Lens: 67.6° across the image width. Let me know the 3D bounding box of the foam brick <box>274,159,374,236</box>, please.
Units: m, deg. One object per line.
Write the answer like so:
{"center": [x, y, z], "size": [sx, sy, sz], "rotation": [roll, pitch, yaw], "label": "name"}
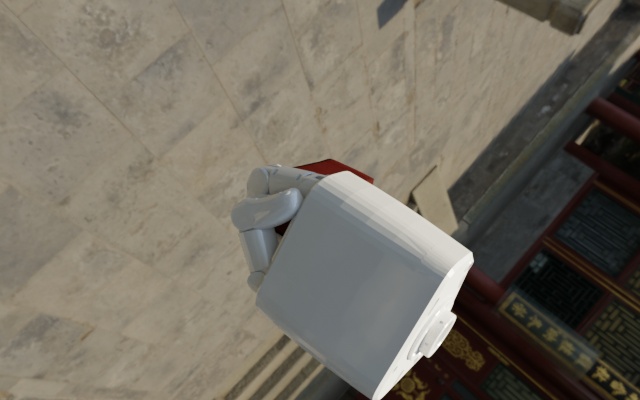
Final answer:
{"center": [0.000, 0.001, 0.404], "size": [0.051, 0.053, 0.078], "rotation": [26, 27, 30], "label": "foam brick"}
